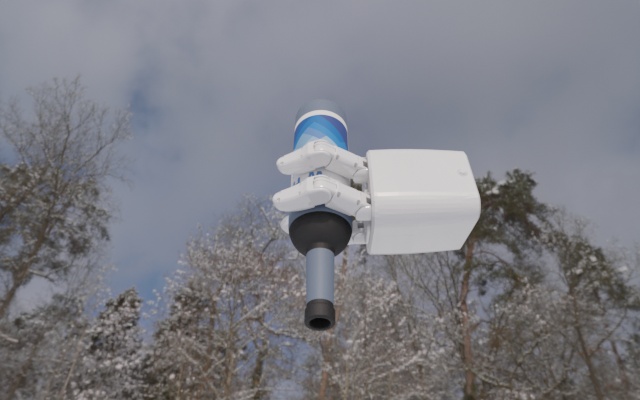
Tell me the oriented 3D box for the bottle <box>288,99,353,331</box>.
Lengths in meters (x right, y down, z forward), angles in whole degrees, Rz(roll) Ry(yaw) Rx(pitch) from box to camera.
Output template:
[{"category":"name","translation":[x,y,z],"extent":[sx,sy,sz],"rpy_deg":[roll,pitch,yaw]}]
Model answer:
[{"category":"bottle","translation":[0.000,0.002,0.518],"extent":[0.069,0.295,0.069],"rpy_deg":[0,-44,0]}]
